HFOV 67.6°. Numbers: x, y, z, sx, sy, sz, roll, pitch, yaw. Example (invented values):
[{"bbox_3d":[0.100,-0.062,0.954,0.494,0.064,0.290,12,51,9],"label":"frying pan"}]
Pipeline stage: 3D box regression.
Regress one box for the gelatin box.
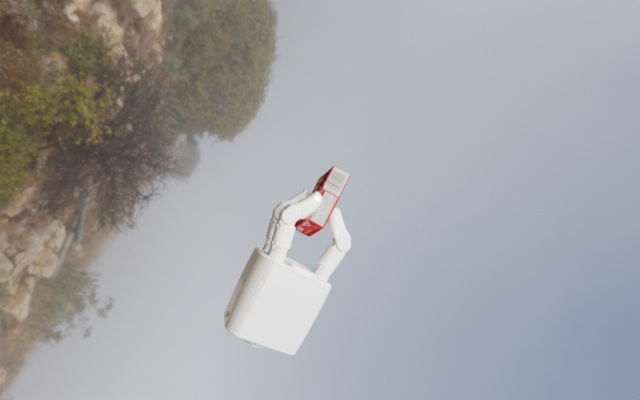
[{"bbox_3d":[0.001,0.002,0.661,0.030,0.089,0.073,30,-18,-8],"label":"gelatin box"}]
